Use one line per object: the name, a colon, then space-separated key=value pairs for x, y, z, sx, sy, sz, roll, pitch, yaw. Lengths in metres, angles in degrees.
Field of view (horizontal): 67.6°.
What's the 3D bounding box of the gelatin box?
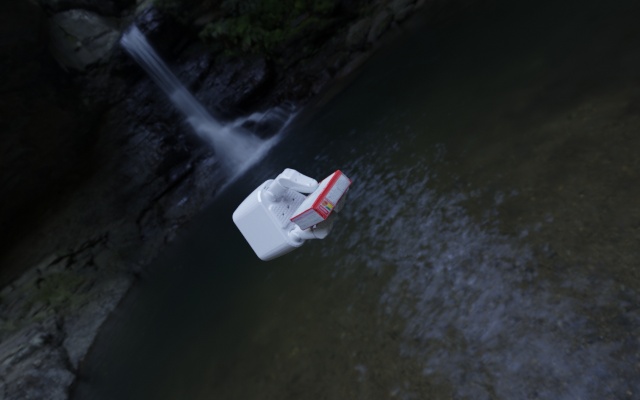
gelatin box: x=0.000 y=0.002 z=0.695 sx=0.030 sy=0.073 sz=0.089 roll=41 pitch=-27 yaw=-9
